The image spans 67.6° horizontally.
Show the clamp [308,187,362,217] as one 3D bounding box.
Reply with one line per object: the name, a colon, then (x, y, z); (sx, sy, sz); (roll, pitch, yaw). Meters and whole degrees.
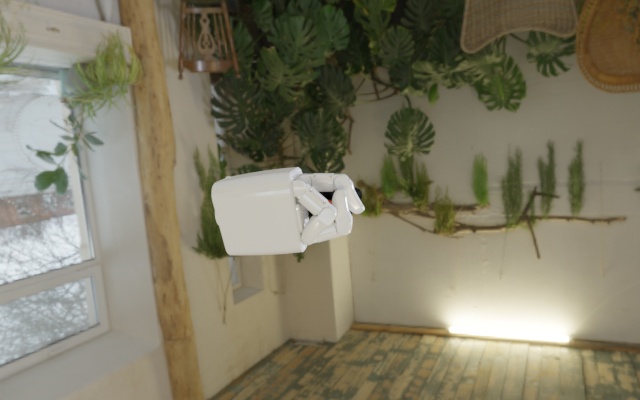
clamp: (0.000, 0.003, 0.725); (0.120, 0.039, 0.171); (-6, 6, 8)
